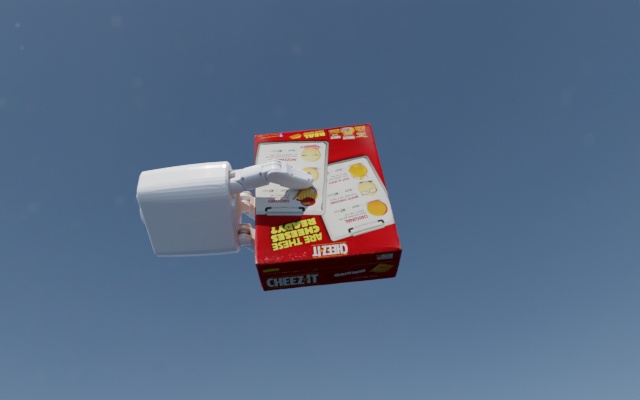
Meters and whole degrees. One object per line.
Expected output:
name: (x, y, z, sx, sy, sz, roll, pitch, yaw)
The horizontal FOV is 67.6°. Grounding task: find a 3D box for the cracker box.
cracker box: (0.000, 0.002, 0.612, 0.164, 0.213, 0.072, -6, -40, -2)
